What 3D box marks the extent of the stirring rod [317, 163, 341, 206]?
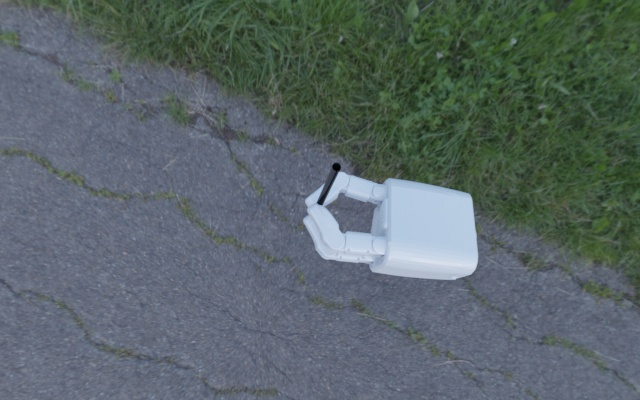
[{"bbox_3d":[0.000,0.002,0.538,0.011,0.011,0.239,0,-15,-7],"label":"stirring rod"}]
